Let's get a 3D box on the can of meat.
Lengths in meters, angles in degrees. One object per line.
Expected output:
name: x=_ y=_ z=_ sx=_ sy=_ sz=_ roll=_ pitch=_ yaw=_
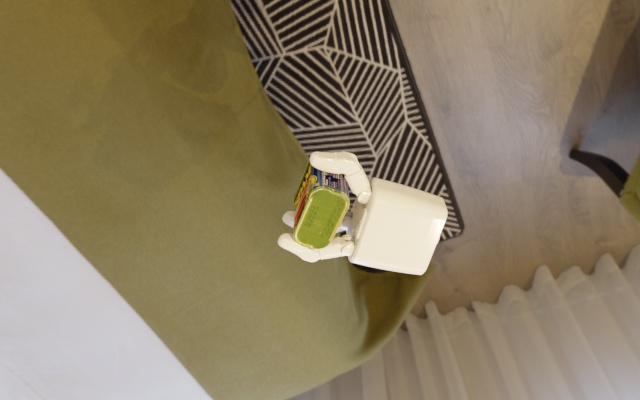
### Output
can of meat: x=0.000 y=0.002 z=0.632 sx=0.057 sy=0.102 sz=0.084 roll=16 pitch=34 yaw=-12
